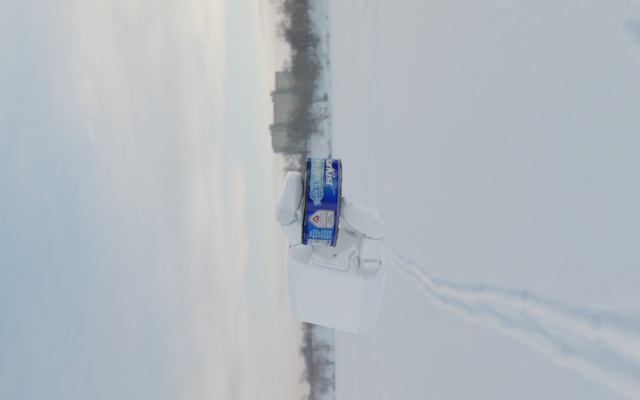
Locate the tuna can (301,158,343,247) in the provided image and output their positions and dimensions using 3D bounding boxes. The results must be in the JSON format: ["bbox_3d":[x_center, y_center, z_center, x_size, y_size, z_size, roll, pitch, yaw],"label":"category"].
[{"bbox_3d":[-0.001,0.001,0.461,0.034,0.086,0.086,3,0,-3],"label":"tuna can"}]
